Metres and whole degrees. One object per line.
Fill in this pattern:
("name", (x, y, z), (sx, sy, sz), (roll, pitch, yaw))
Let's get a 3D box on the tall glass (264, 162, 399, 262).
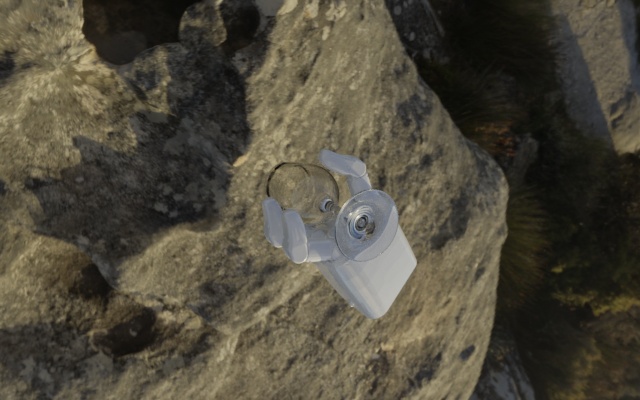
("tall glass", (0.000, 0.002, 0.550), (0.079, 0.079, 0.201), (0, 14, -29))
